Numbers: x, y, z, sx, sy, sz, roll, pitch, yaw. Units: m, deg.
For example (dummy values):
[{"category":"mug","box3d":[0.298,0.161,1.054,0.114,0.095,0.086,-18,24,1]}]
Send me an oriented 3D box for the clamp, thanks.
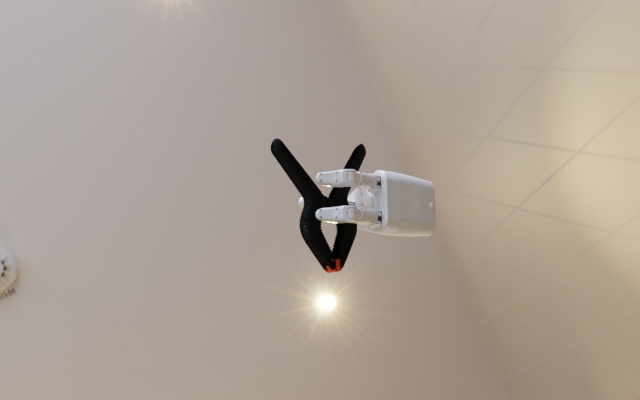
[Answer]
[{"category":"clamp","box3d":[0.000,0.003,0.723,0.164,0.210,0.036,7,-15,-27]}]
